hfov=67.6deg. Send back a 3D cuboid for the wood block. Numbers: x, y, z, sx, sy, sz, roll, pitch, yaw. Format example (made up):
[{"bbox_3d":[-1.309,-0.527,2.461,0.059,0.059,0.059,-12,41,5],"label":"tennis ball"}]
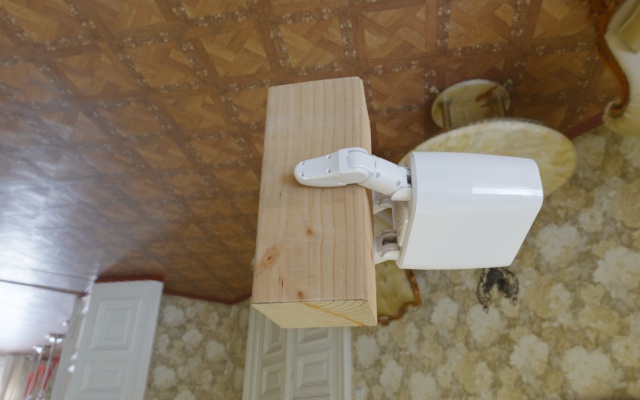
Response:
[{"bbox_3d":[0.000,0.001,0.432,0.090,0.206,0.091,-4,-27,10],"label":"wood block"}]
